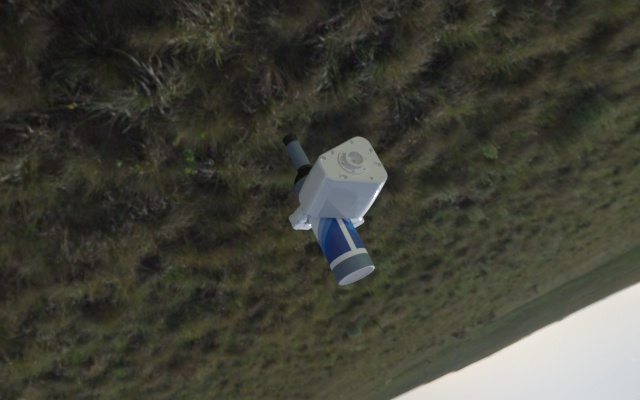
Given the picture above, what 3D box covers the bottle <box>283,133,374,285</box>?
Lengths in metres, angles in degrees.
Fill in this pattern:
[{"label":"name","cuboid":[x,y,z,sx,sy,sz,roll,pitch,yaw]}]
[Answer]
[{"label":"bottle","cuboid":[0.000,0.003,0.843,0.069,0.295,0.069,-22,-24,-10]}]
